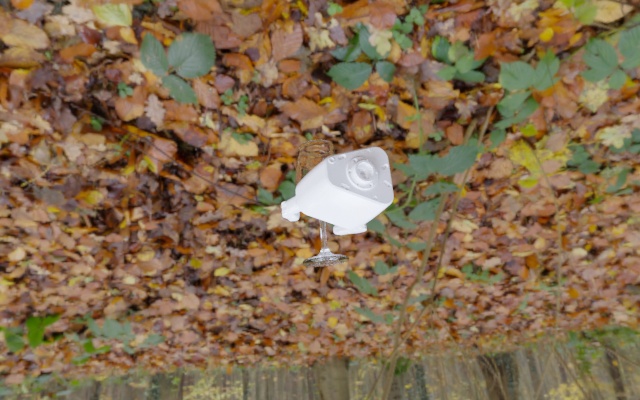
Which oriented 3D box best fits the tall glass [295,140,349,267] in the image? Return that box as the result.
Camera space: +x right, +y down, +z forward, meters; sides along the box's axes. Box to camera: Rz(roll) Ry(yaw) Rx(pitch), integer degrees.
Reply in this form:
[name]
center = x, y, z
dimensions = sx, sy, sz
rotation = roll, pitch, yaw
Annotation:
[tall glass]
center = 0.000, 0.003, 0.788
dimensions = 0.079, 0.201, 0.079
rotation = -5, -19, -2
